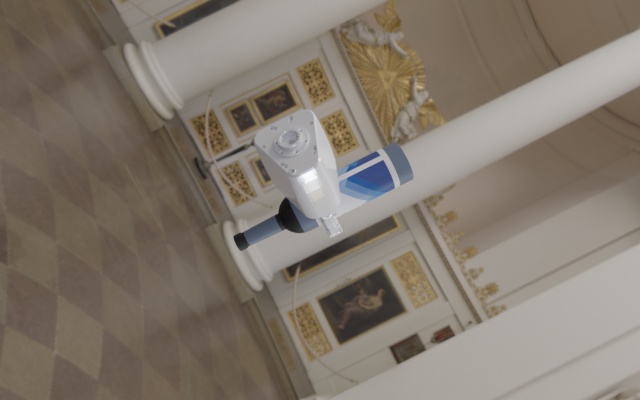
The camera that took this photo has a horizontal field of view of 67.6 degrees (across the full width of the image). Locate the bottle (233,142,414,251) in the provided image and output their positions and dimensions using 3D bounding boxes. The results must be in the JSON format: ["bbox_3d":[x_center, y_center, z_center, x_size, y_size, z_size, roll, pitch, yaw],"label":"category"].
[{"bbox_3d":[0.000,0.002,0.755,0.296,0.069,0.069,-26,0,-1],"label":"bottle"}]
